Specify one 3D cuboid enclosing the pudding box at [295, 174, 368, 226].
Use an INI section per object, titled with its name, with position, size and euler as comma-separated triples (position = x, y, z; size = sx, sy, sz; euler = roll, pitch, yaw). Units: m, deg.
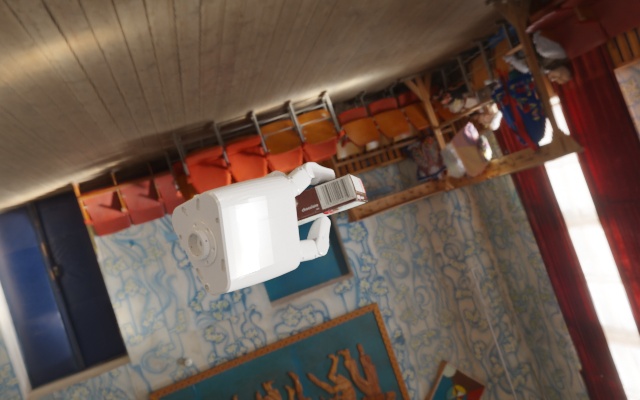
[pudding box]
position = 0.000, 0.002, 0.635
size = 0.113, 0.039, 0.090
euler = -18, -5, 13
